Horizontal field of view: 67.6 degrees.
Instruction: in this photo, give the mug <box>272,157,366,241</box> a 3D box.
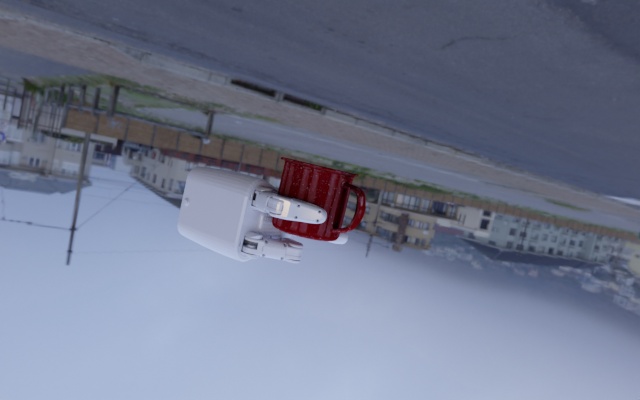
[{"bbox_3d":[0.001,0.002,0.551,0.117,0.081,0.093,16,5,33],"label":"mug"}]
